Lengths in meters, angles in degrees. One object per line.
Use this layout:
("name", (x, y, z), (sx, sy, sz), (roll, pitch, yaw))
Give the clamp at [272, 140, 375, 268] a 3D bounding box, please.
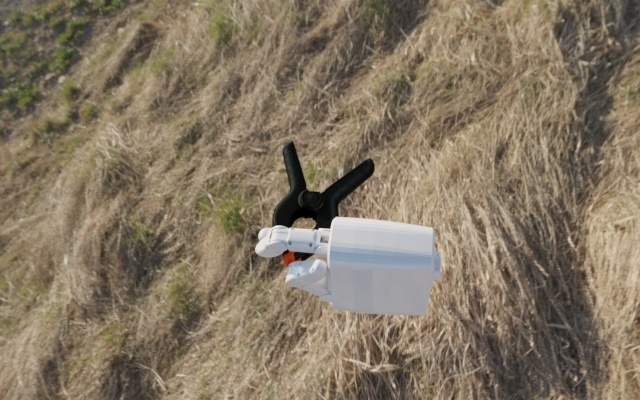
("clamp", (0.000, 0.002, 0.578), (0.120, 0.171, 0.039), (4, -29, 10))
